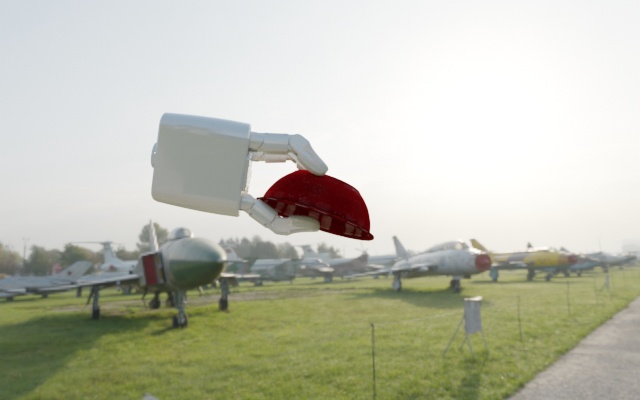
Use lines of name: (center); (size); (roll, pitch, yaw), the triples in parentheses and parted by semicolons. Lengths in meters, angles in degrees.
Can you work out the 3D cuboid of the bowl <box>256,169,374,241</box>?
bowl: (0.001, 0.002, 0.623); (0.162, 0.055, 0.162); (18, -10, 3)
